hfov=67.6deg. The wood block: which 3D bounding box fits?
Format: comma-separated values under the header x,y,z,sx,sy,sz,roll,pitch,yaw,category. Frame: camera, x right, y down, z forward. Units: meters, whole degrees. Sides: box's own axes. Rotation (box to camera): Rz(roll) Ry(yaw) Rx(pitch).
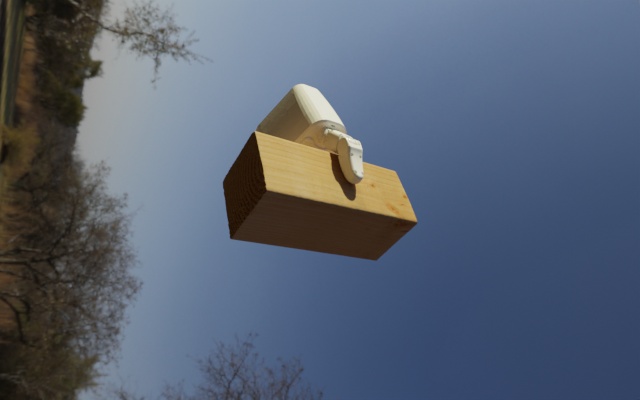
x,y,z,sx,sy,sz,roll,pitch,yaw,category
0.000,0.001,0.571,0.206,0.090,0.091,12,-45,-32,wood block
